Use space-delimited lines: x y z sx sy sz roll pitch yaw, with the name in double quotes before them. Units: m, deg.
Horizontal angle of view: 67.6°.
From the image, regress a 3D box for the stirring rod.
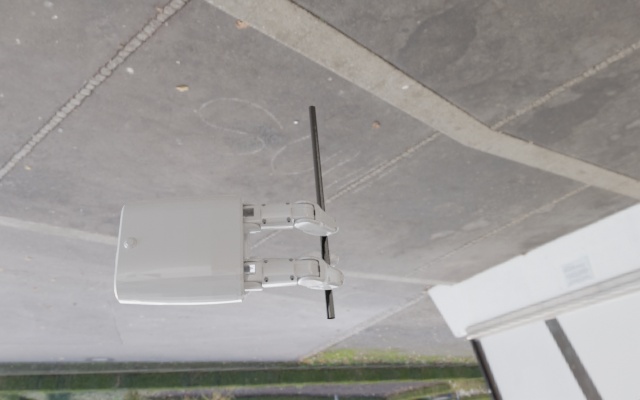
"stirring rod" 0.000 0.002 0.496 0.011 0.239 0.011 -4 -25 -2
